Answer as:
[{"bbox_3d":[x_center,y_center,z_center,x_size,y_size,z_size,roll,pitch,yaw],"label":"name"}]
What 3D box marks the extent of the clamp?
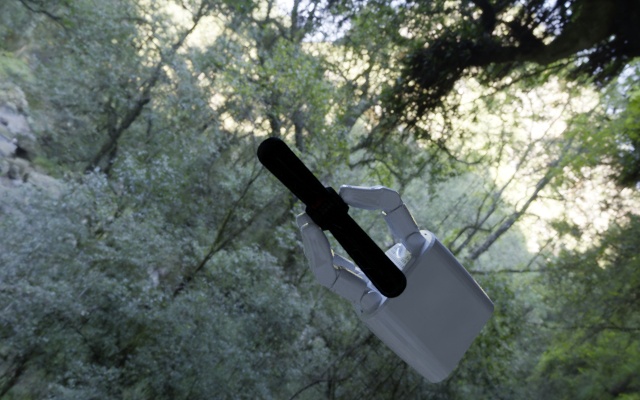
[{"bbox_3d":[0.001,0.001,0.465,0.036,0.164,0.210,-41,11,1],"label":"clamp"}]
